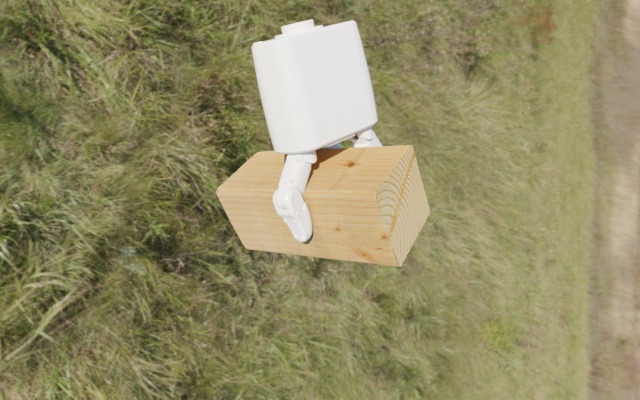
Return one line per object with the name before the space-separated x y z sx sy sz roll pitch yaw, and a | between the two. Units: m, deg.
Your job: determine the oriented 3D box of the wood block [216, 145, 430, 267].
wood block | 0.000 0.002 0.527 0.206 0.090 0.090 2 37 36
